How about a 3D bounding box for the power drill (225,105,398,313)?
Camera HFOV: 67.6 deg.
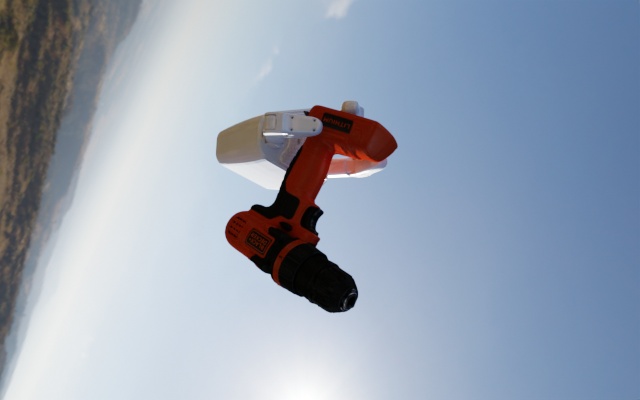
[{"bbox_3d":[0.000,0.001,0.490,0.184,0.187,0.057,26,-8,40],"label":"power drill"}]
